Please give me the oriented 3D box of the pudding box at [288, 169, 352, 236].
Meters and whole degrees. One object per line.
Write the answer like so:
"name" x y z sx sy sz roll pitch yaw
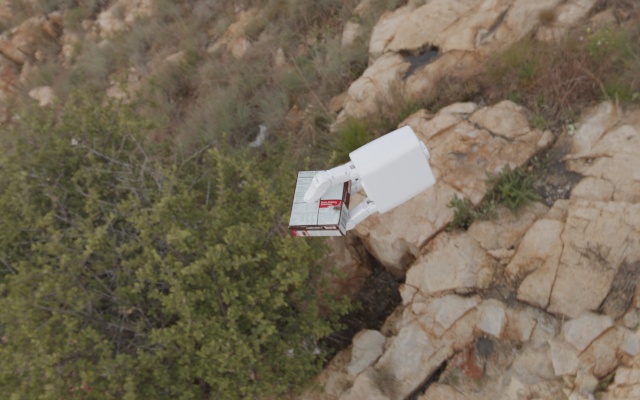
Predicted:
"pudding box" 0.000 0.003 0.794 0.090 0.113 0.039 -3 -32 20
